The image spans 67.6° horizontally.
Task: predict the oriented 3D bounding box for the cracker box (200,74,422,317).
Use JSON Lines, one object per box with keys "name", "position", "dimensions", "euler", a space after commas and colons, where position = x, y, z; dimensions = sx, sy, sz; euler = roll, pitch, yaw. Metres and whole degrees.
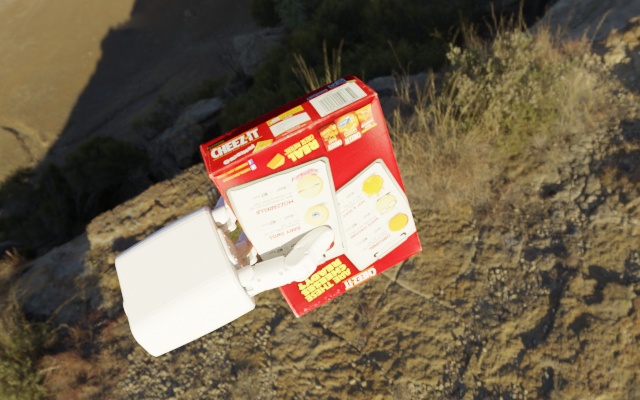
{"name": "cracker box", "position": [0.000, 0.002, 0.497], "dimensions": [0.164, 0.214, 0.072], "euler": [-27, 39, -4]}
